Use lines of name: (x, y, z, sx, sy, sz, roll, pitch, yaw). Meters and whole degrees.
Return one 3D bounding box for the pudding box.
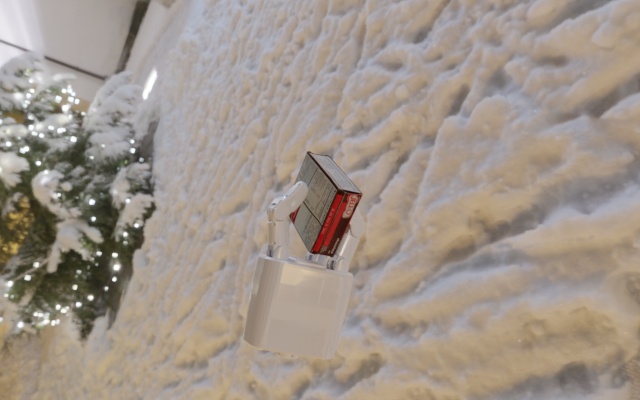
pudding box: (0.000, 0.002, 0.593, 0.039, 0.090, 0.113, 12, 24, -30)
